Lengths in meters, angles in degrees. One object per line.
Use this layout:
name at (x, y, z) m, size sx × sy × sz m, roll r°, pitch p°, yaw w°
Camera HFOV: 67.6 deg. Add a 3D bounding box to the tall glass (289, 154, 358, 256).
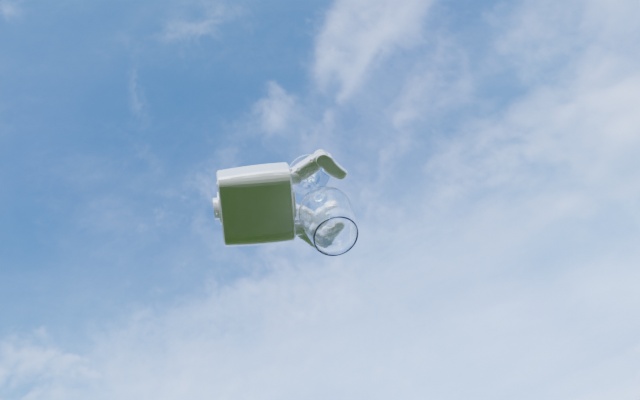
tall glass at (0.000, 0.002, 0.713) m, size 0.079 × 0.079 × 0.201 m, roll 0°, pitch 27°, yaw -14°
